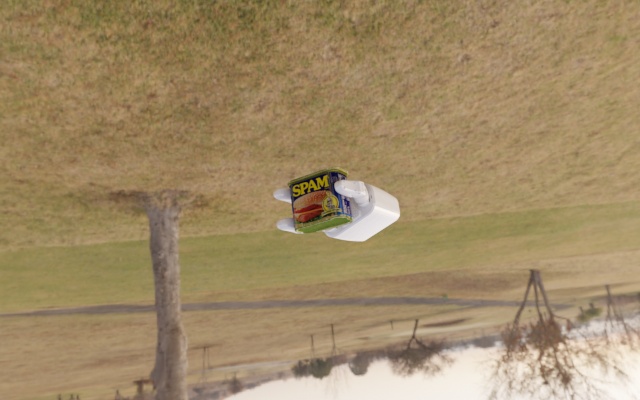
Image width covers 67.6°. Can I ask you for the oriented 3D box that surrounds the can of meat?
[{"bbox_3d":[0.000,0.003,0.778,0.102,0.084,0.057,-17,-19,28],"label":"can of meat"}]
